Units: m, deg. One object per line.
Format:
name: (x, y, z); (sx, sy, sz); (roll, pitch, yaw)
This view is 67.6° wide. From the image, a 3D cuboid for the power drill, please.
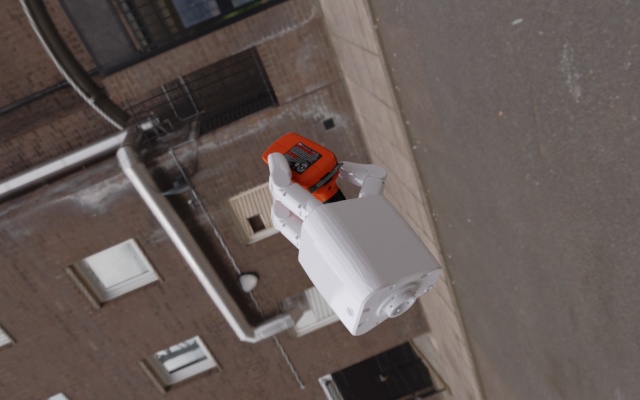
power drill: (0.000, 0.002, 0.620); (0.184, 0.057, 0.188); (32, -19, 47)
